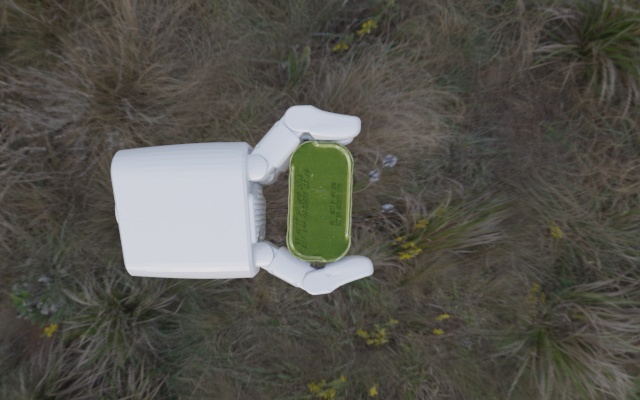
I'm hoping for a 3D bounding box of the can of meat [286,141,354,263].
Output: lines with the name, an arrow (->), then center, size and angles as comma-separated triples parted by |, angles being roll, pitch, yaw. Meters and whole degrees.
can of meat -> 0.000, 0.001, 0.415 | 0.057, 0.102, 0.084 | 2, -1, 1
